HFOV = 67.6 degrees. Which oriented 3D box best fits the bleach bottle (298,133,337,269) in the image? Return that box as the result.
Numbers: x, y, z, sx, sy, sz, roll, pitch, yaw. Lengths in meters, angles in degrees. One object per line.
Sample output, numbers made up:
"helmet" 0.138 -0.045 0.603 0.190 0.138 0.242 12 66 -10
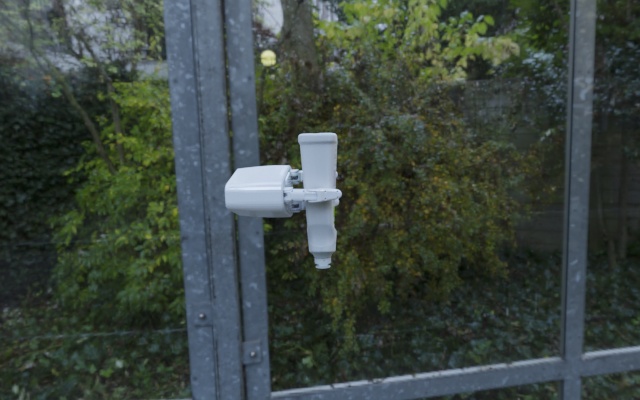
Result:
"bleach bottle" 0.000 0.003 0.885 0.068 0.251 0.102 -1 7 7
